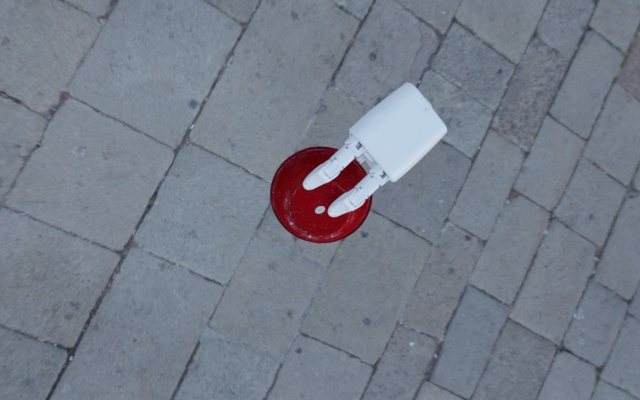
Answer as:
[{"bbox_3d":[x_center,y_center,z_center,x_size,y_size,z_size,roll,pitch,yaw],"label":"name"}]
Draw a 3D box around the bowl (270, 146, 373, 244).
[{"bbox_3d":[-0.001,0.004,0.725,0.162,0.162,0.055,0,21,2],"label":"bowl"}]
